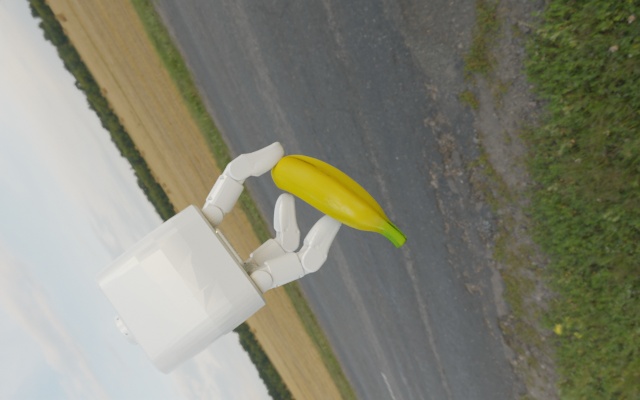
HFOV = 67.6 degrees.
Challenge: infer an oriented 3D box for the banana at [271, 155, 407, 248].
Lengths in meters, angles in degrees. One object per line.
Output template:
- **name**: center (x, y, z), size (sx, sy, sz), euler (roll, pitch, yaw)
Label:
- **banana**: center (-0.006, -0.011, 0.441), size (0.037, 0.070, 0.197), euler (-41, 36, -14)
